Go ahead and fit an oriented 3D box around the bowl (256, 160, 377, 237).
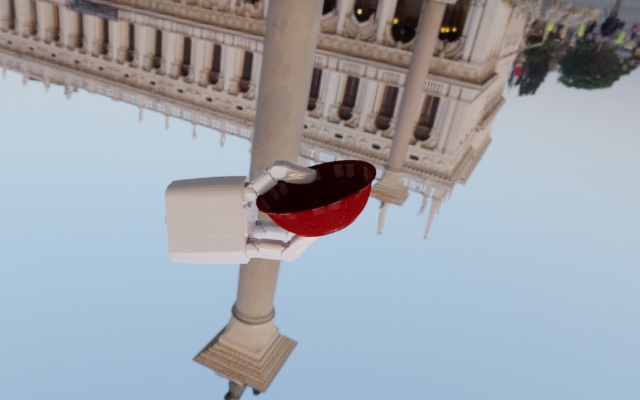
[{"bbox_3d":[0.001,0.002,0.625,0.162,0.055,0.162,-15,22,6],"label":"bowl"}]
